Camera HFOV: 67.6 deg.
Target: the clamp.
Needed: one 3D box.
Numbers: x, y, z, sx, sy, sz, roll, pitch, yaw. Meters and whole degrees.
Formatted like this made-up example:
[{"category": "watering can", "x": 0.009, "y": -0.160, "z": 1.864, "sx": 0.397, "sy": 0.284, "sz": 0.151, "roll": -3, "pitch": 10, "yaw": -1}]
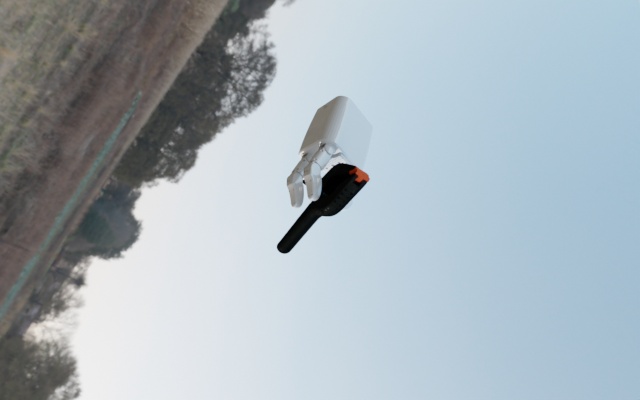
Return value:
[{"category": "clamp", "x": 0.001, "y": 0.003, "z": 0.792, "sx": 0.036, "sy": 0.164, "sz": 0.210, "roll": 30, "pitch": -29, "yaw": -25}]
